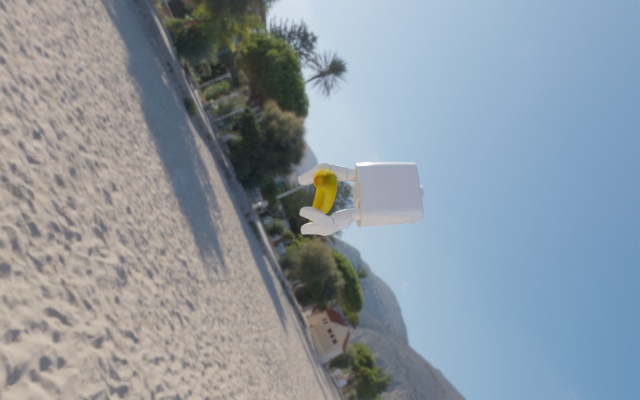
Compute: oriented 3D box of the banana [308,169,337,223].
[{"bbox_3d":[0.006,-0.012,0.823,0.037,0.069,0.198,18,-26,5],"label":"banana"}]
